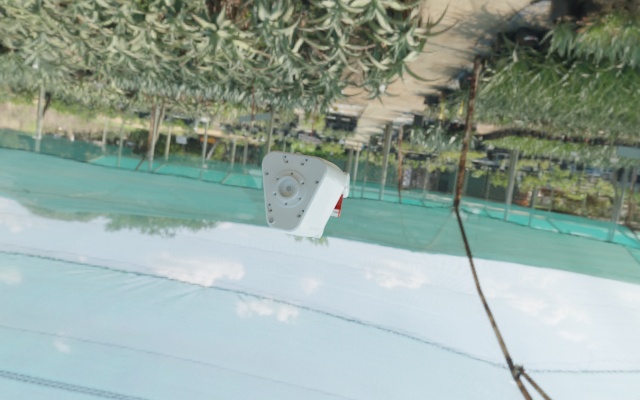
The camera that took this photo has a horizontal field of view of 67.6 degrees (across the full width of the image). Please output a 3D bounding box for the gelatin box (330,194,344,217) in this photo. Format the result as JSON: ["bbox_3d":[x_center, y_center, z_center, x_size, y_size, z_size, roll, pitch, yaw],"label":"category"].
[{"bbox_3d":[0.000,0.003,0.813,0.073,0.030,0.089,11,-10,3],"label":"gelatin box"}]
